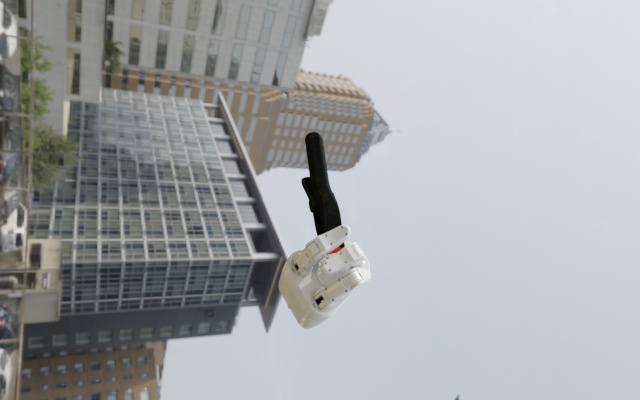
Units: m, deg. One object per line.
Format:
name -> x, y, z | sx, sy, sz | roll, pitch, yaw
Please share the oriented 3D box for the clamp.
clamp -> 0.001, 0.002, 0.682 | 0.039, 0.171, 0.120 | -8, -23, -5
